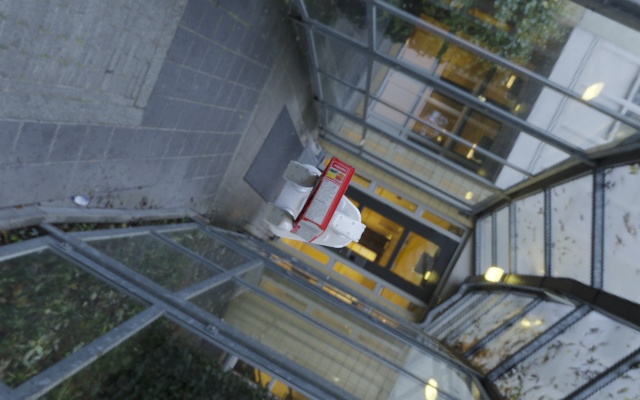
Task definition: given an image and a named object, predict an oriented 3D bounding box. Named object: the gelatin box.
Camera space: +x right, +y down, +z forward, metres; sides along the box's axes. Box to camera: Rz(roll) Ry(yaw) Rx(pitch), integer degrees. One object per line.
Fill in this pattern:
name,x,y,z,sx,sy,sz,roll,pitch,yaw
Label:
gelatin box,0.001,0.002,0.505,0.030,0.073,0.089,29,-16,-4
